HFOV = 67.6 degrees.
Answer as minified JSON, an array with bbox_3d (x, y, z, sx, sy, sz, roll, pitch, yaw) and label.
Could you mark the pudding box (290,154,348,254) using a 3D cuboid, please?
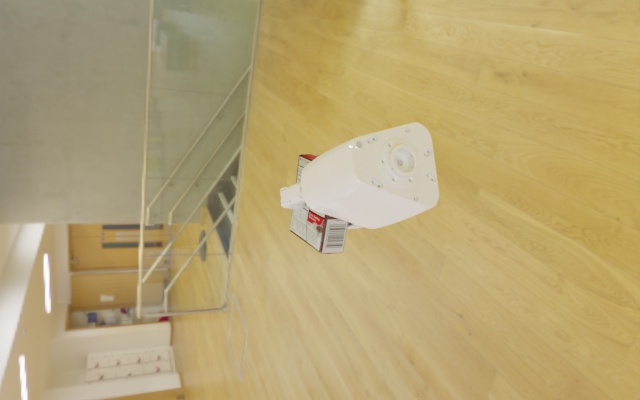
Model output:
[{"bbox_3d":[0.000,0.002,0.623,0.039,0.113,0.090,2,15,-31],"label":"pudding box"}]
